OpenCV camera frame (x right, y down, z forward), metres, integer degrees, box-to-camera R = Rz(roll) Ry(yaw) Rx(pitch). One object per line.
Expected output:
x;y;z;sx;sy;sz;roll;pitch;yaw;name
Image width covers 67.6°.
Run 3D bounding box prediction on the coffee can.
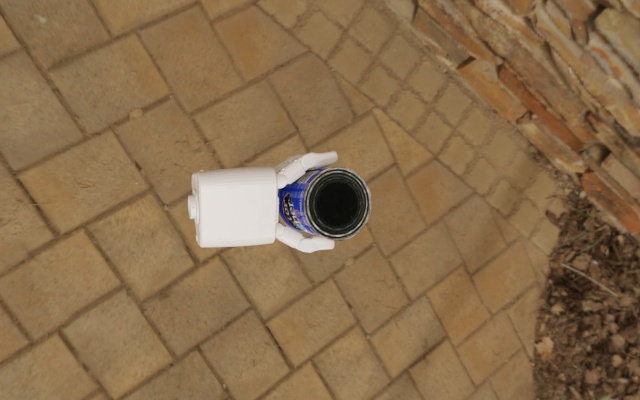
0.000;0.002;0.722;0.103;0.103;0.140;0;2;-21;coffee can
